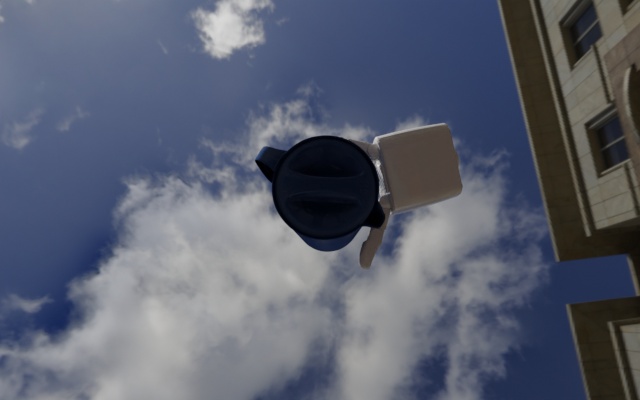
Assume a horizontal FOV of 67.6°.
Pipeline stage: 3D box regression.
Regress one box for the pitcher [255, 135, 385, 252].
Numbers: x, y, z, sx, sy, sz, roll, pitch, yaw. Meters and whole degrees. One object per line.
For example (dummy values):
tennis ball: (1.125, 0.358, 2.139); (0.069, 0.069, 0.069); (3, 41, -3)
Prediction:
pitcher: (0.000, 0.002, 0.697); (0.145, 0.149, 0.243); (-15, -13, -2)
